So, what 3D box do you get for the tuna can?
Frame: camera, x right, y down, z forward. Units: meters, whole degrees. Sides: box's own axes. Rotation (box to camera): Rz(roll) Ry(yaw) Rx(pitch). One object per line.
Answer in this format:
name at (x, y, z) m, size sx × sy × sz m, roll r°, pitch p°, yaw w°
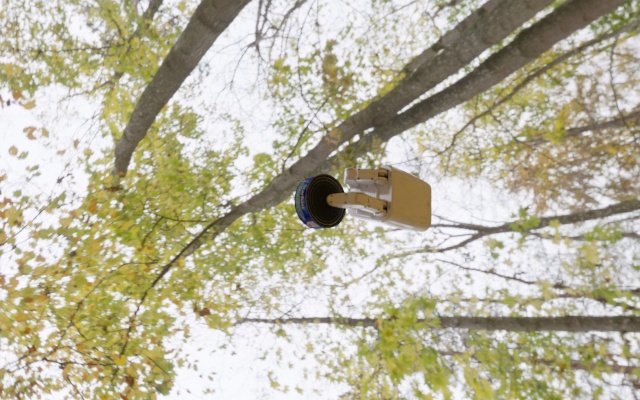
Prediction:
tuna can at (0.000, 0.003, 0.759) m, size 0.086 × 0.086 × 0.034 m, roll 0°, pitch -7°, yaw -42°
